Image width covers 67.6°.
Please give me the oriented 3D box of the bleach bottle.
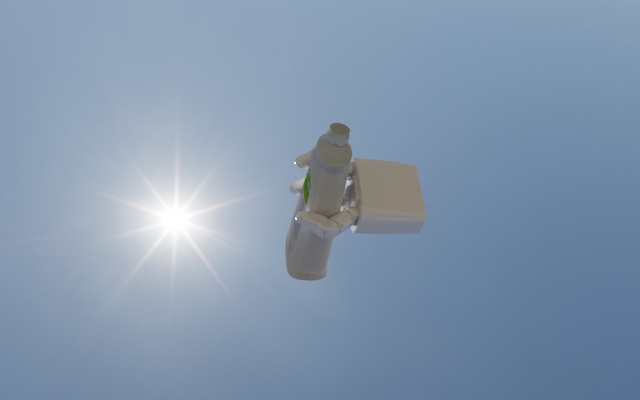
[{"bbox_3d":[0.000,0.002,0.707,0.068,0.251,0.102,4,42,-14],"label":"bleach bottle"}]
